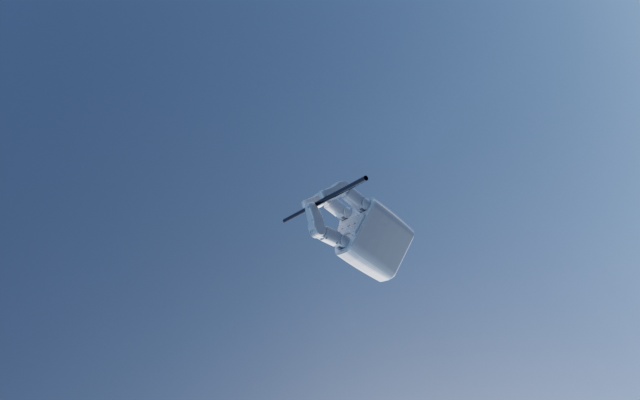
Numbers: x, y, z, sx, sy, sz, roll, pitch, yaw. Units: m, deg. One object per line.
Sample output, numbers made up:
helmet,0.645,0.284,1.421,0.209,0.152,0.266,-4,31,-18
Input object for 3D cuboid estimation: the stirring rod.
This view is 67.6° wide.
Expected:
stirring rod,0.000,0.003,0.791,0.011,0.011,0.239,0,-17,-35
